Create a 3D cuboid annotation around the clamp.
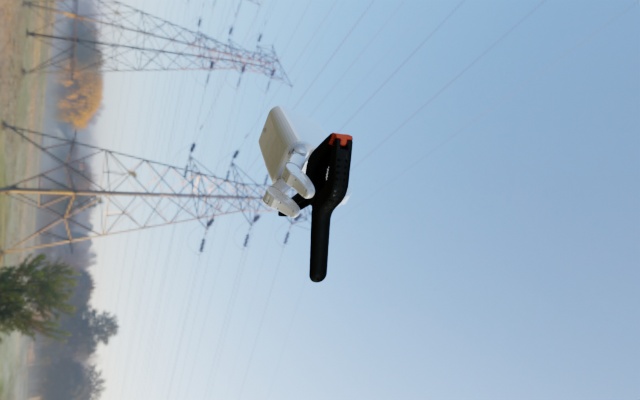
[{"bbox_3d":[0.001,0.002,0.688,0.036,0.210,0.164,1,43,-30],"label":"clamp"}]
